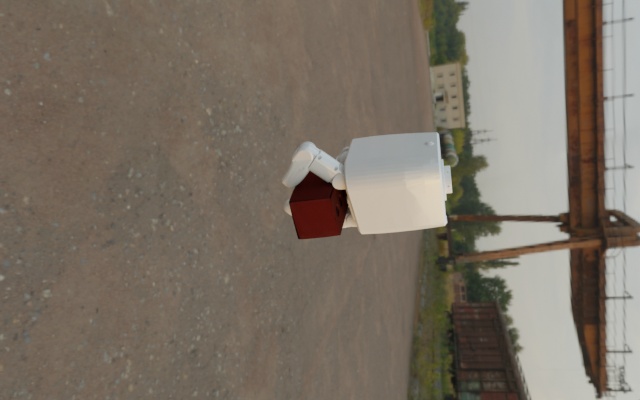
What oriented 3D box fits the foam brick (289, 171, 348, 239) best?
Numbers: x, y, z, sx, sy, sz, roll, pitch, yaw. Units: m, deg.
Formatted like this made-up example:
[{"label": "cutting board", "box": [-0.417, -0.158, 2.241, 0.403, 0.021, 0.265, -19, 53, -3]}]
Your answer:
[{"label": "foam brick", "box": [0.000, 0.002, 0.568, 0.051, 0.053, 0.078, -5, 31, 15]}]
